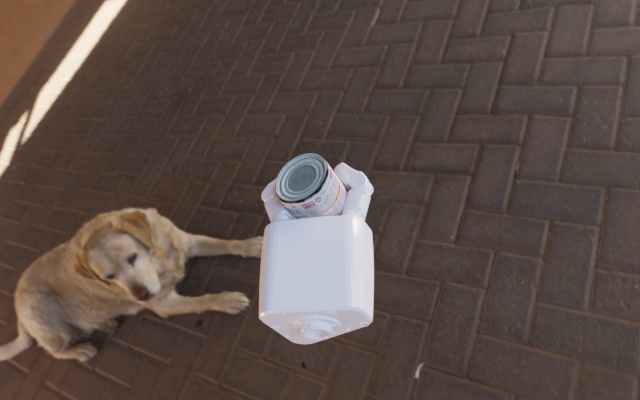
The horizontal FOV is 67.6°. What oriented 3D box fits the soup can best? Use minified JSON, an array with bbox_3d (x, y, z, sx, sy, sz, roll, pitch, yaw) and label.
[{"bbox_3d":[0.000,0.001,0.555,0.068,0.068,0.102,0,-33,32],"label":"soup can"}]
